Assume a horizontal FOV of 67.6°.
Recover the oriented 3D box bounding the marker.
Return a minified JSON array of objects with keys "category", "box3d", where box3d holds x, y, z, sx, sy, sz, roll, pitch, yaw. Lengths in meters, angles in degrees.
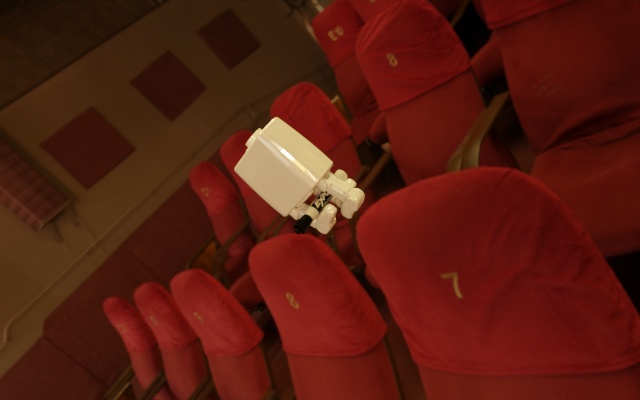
[{"category":"marker","box3d":[0.000,0.002,0.674,0.020,0.020,0.121,0,43,46]}]
